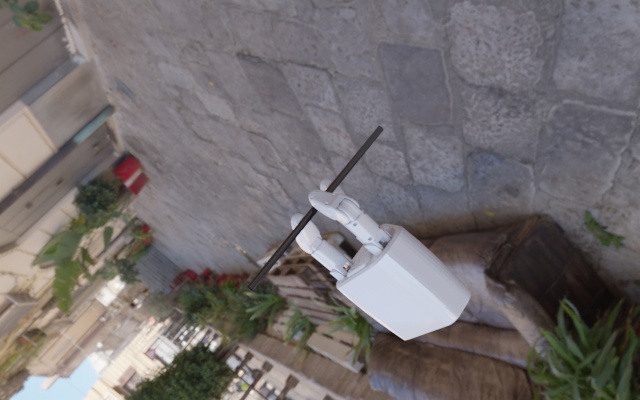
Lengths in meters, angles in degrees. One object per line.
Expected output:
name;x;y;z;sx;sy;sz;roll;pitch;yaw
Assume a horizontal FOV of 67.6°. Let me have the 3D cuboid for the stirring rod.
stirring rod;0.000;0.002;0.524;0.011;0.239;0.011;34;-21;15
